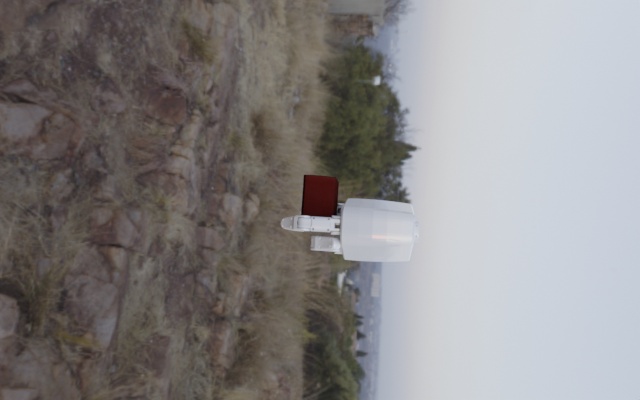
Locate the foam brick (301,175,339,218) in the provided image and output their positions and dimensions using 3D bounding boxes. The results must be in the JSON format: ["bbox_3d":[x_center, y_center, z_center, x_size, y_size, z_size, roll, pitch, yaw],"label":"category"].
[{"bbox_3d":[0.000,0.002,0.755,0.051,0.078,0.053,3,-7,9],"label":"foam brick"}]
